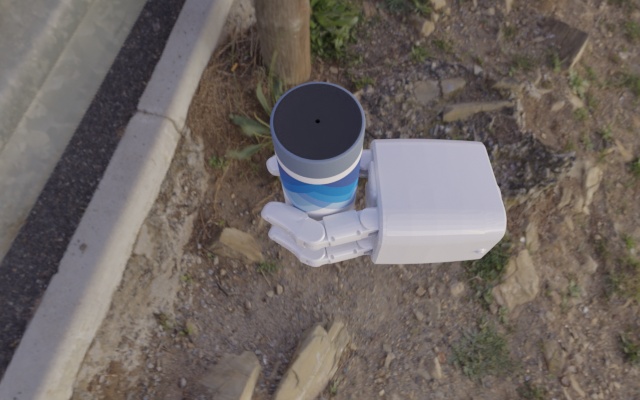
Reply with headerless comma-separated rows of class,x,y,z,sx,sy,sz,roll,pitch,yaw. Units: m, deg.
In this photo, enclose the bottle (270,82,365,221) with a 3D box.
bottle,0.000,0.001,0.465,0.069,0.069,0.296,0,-23,1
